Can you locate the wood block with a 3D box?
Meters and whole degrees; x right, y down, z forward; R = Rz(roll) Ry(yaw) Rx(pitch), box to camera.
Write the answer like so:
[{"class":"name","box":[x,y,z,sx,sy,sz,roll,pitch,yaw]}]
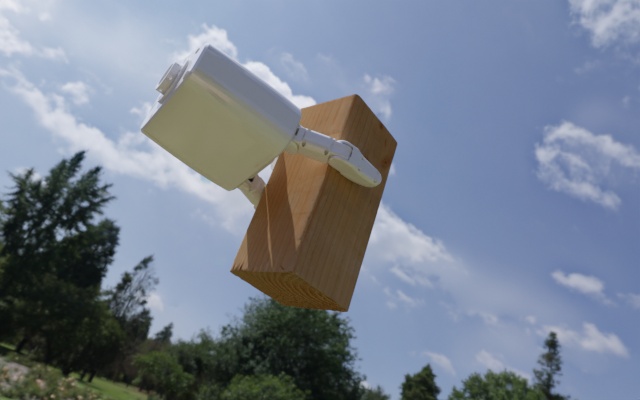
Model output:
[{"class":"wood block","box":[0.000,0.001,0.505,0.091,0.206,0.090,-5,-35,41]}]
